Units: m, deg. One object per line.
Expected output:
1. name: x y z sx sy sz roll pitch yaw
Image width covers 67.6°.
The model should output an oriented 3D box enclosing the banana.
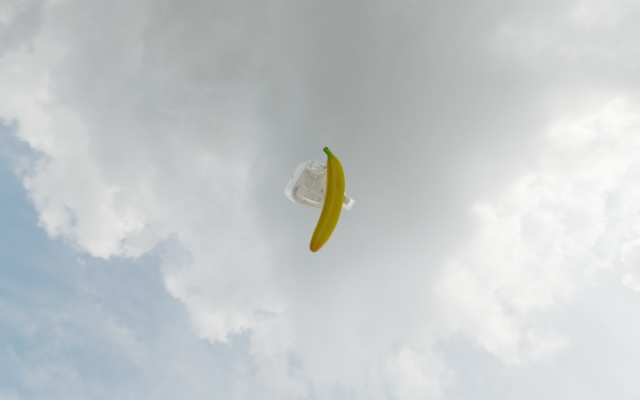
1. banana: 0.015 0.001 0.910 0.069 0.198 0.037 6 1 -39
